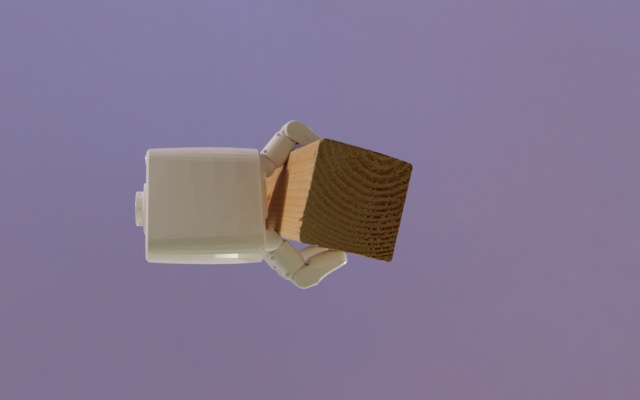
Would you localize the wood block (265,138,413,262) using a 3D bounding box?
[{"bbox_3d":[0.000,0.001,0.497,0.090,0.091,0.206,14,-4,-17],"label":"wood block"}]
